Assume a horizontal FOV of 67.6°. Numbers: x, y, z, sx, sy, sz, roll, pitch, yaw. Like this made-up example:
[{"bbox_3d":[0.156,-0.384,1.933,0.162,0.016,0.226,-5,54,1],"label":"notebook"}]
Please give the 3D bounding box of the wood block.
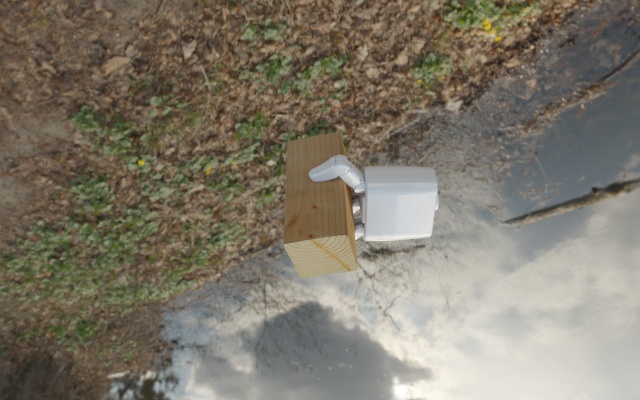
[{"bbox_3d":[0.000,0.002,0.730,0.090,0.206,0.091,-10,-42,9],"label":"wood block"}]
